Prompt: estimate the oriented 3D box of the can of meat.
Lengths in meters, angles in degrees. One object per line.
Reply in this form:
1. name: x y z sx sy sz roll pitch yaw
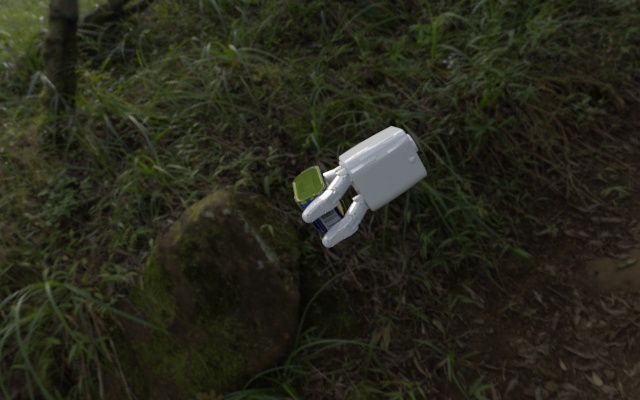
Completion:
1. can of meat: 0.000 0.002 0.771 0.057 0.084 0.102 -30 28 7
